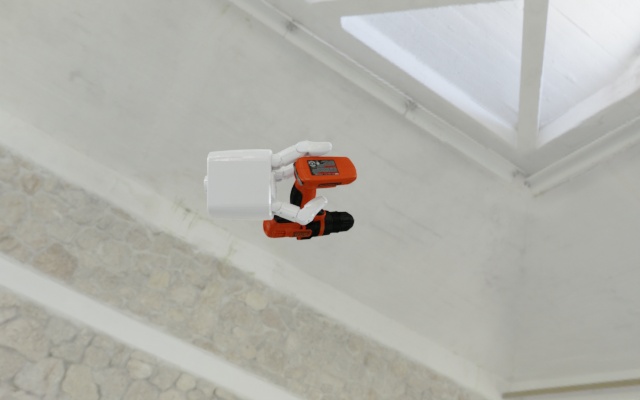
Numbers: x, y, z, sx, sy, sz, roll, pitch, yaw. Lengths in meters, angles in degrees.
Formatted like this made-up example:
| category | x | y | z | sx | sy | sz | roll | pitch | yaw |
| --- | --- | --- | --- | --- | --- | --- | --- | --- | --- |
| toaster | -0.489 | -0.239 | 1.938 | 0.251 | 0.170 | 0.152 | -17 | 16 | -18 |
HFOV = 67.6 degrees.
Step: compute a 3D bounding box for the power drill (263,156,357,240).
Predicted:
| category | x | y | z | sx | sy | sz | roll | pitch | yaw |
| --- | --- | --- | --- | --- | --- | --- | --- | --- | --- |
| power drill | 0.000 | 0.003 | 0.865 | 0.184 | 0.057 | 0.188 | -4 | -39 | -24 |
